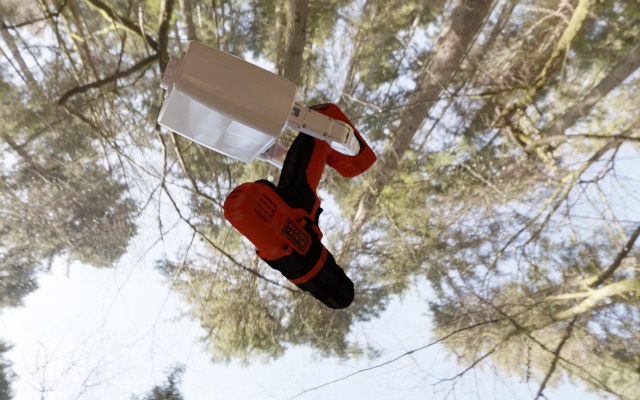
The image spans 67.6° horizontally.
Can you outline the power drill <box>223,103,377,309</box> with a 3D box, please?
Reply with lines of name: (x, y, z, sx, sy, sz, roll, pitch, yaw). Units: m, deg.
power drill: (0.000, 0.001, 0.519, 0.057, 0.187, 0.184, -11, -48, 41)
